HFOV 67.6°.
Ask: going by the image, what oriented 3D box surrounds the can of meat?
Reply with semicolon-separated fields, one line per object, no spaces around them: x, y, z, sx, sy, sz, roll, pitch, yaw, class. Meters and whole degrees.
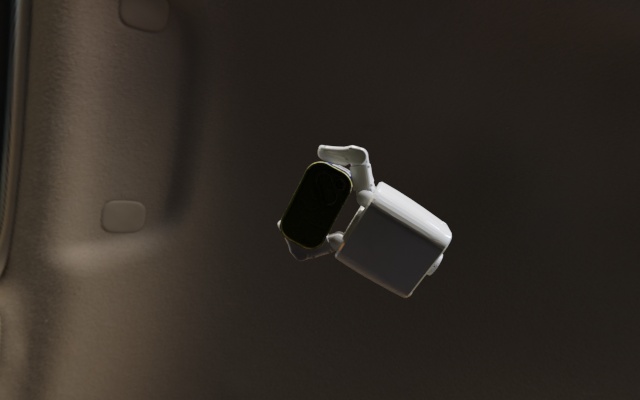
0.000;0.002;0.592;0.057;0.102;0.084;28;11;5;can of meat
